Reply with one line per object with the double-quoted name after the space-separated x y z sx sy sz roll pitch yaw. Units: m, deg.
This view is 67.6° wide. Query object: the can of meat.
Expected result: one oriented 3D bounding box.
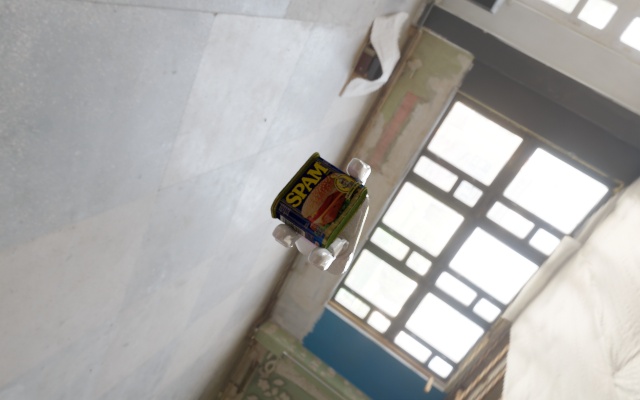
0.000 0.002 0.611 0.084 0.102 0.057 34 -22 13 "can of meat"
